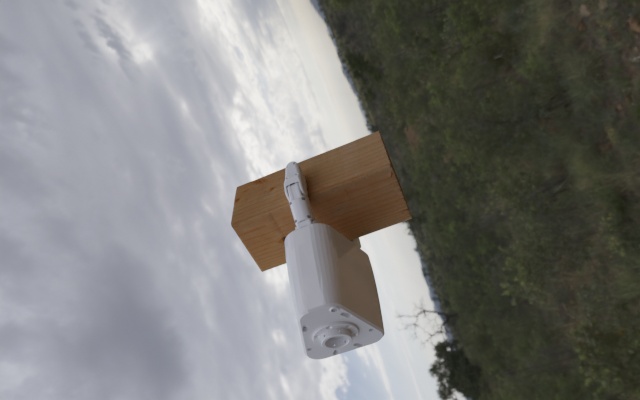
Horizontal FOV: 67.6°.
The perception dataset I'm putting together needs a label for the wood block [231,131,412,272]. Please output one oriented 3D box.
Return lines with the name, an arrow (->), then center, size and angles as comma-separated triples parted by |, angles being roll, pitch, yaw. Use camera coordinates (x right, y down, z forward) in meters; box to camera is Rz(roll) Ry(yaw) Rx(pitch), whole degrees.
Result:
wood block -> 0.000, 0.002, 0.618 | 0.206, 0.091, 0.090 | -21, 33, 10
